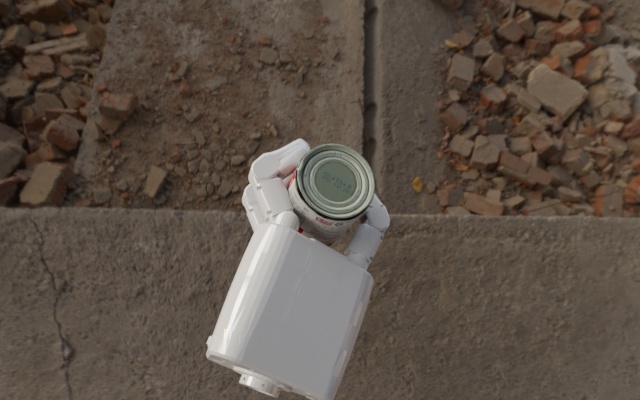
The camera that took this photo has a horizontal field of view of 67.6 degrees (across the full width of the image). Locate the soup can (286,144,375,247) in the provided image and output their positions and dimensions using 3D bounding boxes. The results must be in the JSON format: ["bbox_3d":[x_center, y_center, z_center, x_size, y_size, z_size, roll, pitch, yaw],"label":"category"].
[{"bbox_3d":[0.000,0.001,0.423,0.068,0.068,0.102,0,-20,-16],"label":"soup can"}]
